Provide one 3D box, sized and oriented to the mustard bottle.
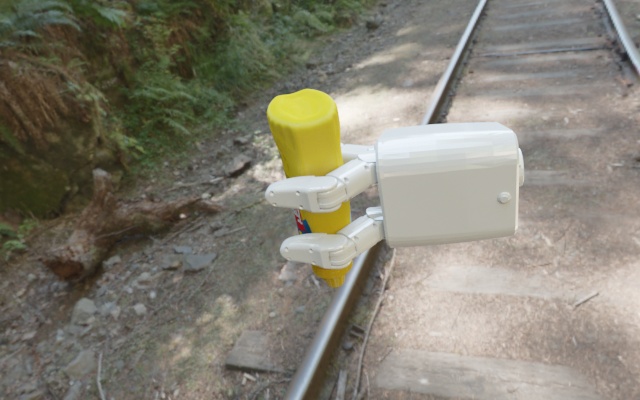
[{"bbox_3d":[0.000,0.001,0.441,0.058,0.192,0.096,-16,29,-8],"label":"mustard bottle"}]
